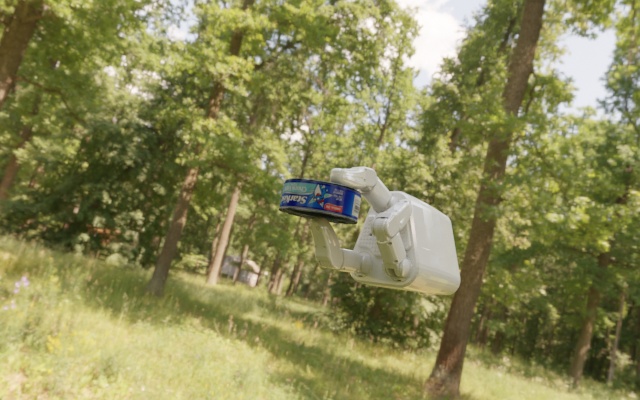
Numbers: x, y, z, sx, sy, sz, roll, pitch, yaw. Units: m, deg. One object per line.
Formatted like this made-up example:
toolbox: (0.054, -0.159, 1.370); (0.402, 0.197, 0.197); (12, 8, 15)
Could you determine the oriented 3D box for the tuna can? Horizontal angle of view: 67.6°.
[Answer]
tuna can: (0.000, 0.001, 0.513); (0.086, 0.033, 0.086); (10, -7, 1)
